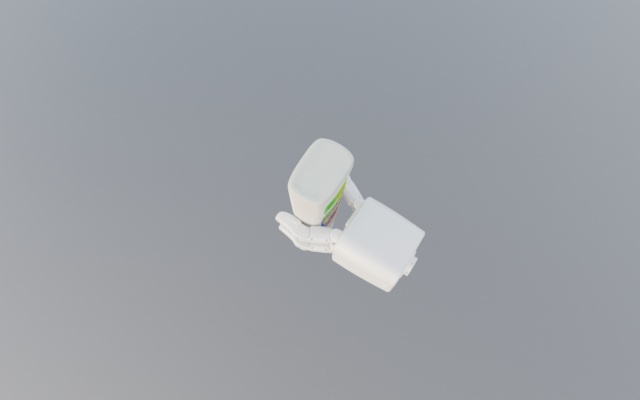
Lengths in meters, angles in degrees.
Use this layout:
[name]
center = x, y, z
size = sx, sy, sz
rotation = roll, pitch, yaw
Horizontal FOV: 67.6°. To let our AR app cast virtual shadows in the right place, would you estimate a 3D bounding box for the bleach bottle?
[bleach bottle]
center = 0.000, 0.003, 0.766
size = 0.068, 0.102, 0.251
rotation = 31, -17, 11
